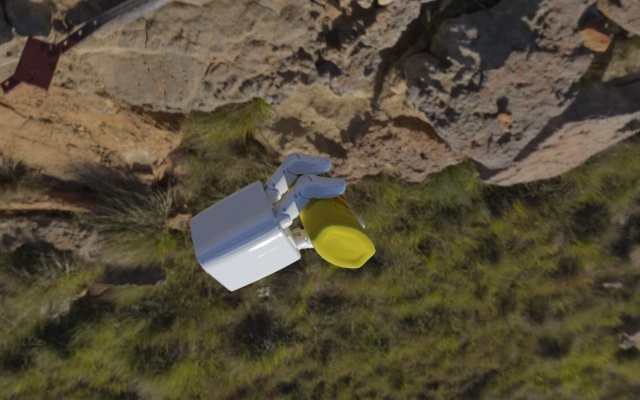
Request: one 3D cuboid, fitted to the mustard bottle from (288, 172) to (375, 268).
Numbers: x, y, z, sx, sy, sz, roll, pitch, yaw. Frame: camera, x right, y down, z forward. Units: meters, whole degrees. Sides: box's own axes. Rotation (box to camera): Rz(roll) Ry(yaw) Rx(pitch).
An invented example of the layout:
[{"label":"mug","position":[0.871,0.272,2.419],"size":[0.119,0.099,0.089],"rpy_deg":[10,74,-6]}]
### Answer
[{"label":"mustard bottle","position":[0.000,0.002,0.636],"size":[0.096,0.058,0.191],"rpy_deg":[31,19,-36]}]
